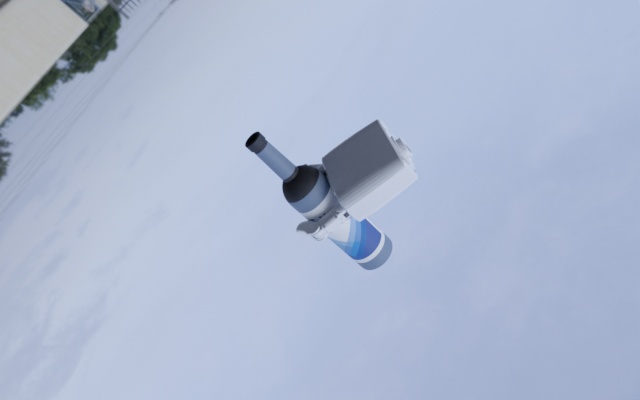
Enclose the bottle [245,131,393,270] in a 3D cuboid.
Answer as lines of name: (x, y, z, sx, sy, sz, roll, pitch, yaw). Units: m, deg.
bottle: (0.000, 0.003, 0.718, 0.069, 0.069, 0.296, 0, -35, 50)
